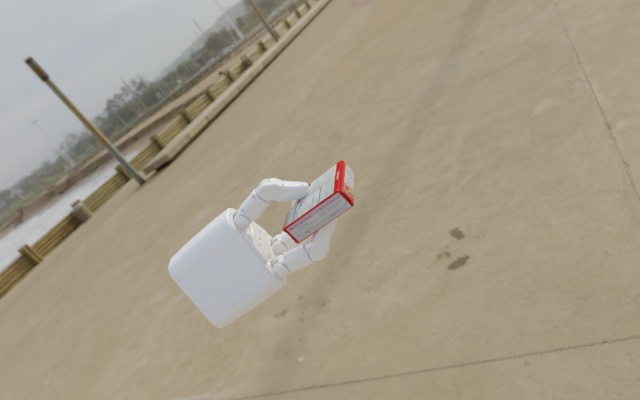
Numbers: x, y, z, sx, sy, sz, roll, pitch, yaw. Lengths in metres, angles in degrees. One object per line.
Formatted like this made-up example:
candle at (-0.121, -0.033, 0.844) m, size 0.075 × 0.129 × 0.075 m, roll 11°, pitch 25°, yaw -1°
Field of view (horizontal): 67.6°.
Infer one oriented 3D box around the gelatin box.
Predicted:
gelatin box at (0.000, 0.001, 0.567) m, size 0.089 × 0.030 × 0.073 m, roll -37°, pitch 22°, yaw 24°
